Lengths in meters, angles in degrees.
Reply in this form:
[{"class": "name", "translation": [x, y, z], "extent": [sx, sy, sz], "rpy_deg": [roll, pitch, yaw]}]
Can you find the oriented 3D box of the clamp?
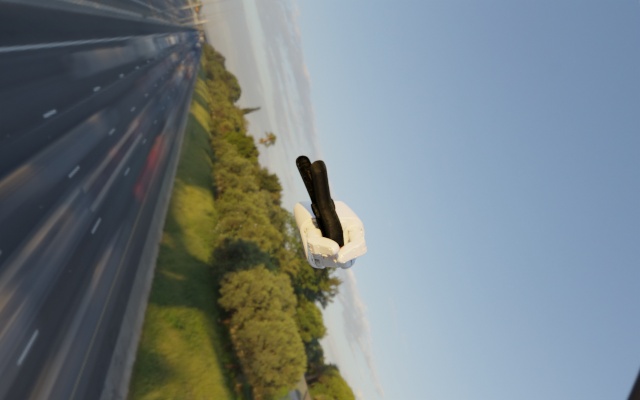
[{"class": "clamp", "translation": [0.001, 0.003, 0.781], "extent": [0.039, 0.171, 0.120], "rpy_deg": [-16, 22, -7]}]
